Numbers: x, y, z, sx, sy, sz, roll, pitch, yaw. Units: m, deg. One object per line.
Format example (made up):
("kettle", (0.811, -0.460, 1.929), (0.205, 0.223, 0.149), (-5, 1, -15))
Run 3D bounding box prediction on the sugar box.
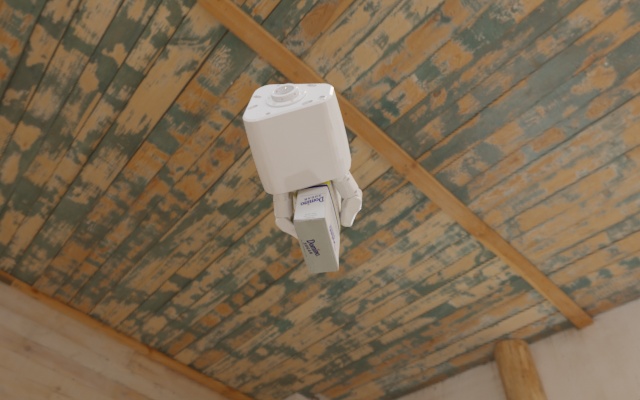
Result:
("sugar box", (0.000, 0.002, 0.643), (0.048, 0.093, 0.176), (-6, 38, 12))
